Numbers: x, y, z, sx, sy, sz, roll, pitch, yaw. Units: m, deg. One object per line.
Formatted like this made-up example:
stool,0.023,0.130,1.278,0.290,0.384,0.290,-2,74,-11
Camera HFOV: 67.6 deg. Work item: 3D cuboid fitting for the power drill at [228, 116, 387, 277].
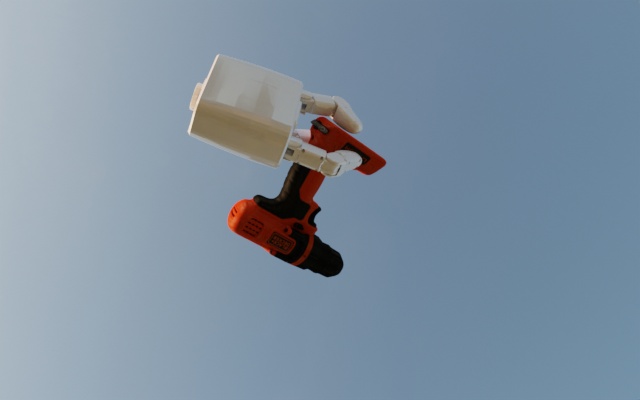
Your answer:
power drill,0.000,0.002,0.621,0.184,0.187,0.057,31,8,-33
